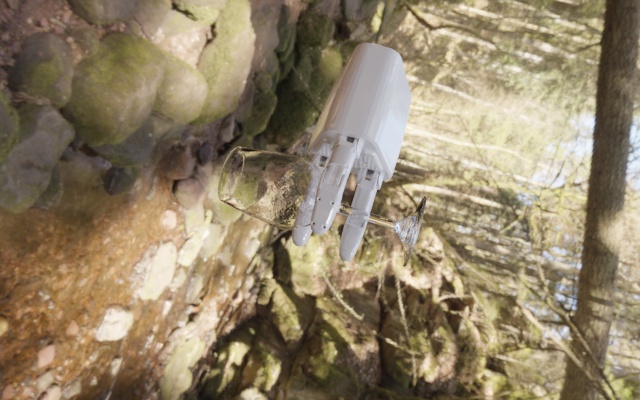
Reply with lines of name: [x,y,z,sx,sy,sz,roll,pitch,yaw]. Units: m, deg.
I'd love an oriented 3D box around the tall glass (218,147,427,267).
tall glass: [0.001,0.002,0.488,0.201,0.079,0.079,17,2,7]
